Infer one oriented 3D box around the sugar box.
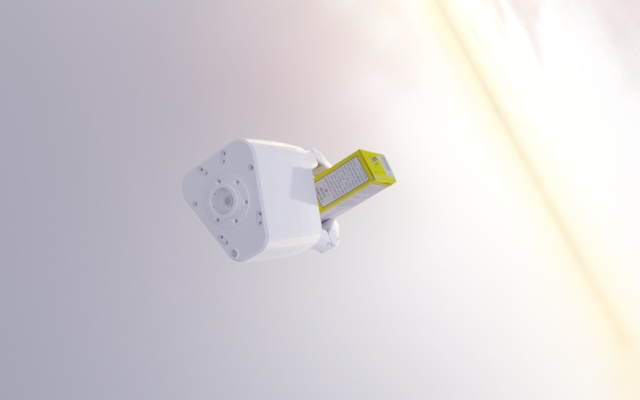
[{"bbox_3d":[0.000,0.001,0.584,0.176,0.048,0.093,-29,-12,22],"label":"sugar box"}]
